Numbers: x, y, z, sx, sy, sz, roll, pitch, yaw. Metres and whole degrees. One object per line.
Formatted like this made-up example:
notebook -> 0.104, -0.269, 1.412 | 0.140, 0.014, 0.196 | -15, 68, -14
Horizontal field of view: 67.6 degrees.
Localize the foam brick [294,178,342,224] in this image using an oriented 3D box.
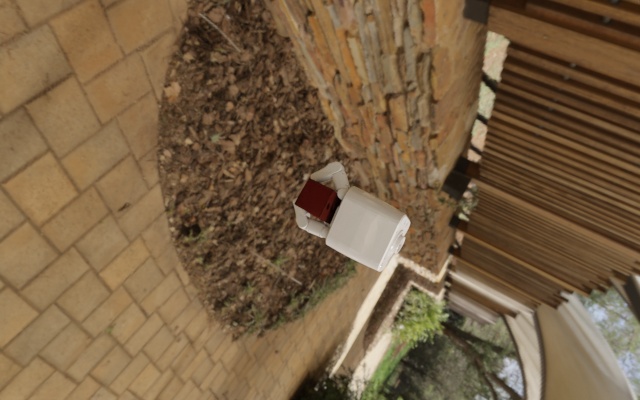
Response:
foam brick -> 0.000, 0.003, 0.822 | 0.051, 0.053, 0.078 | 28, -3, 21
